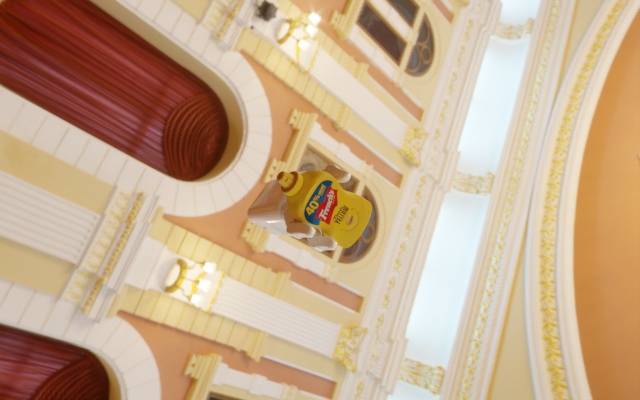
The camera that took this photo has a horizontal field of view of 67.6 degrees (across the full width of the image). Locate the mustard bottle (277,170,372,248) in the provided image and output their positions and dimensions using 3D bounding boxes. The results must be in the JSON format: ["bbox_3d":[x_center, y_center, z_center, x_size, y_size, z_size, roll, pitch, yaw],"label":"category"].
[{"bbox_3d":[0.001,0.003,0.815,0.192,0.096,0.058,33,-2,-36],"label":"mustard bottle"}]
